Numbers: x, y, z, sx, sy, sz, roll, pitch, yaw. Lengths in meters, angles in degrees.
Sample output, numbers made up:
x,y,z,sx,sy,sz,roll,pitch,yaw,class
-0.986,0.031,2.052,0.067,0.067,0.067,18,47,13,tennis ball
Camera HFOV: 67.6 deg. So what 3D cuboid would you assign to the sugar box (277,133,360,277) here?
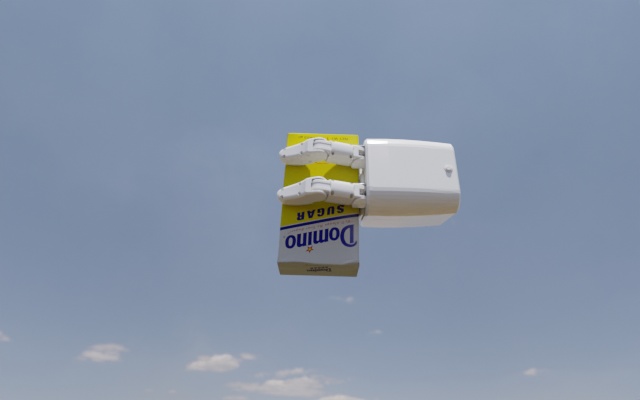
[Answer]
x,y,z,sx,sy,sz,roll,pitch,yaw,class
0.000,0.002,0.576,0.093,0.176,0.048,1,-30,1,sugar box
